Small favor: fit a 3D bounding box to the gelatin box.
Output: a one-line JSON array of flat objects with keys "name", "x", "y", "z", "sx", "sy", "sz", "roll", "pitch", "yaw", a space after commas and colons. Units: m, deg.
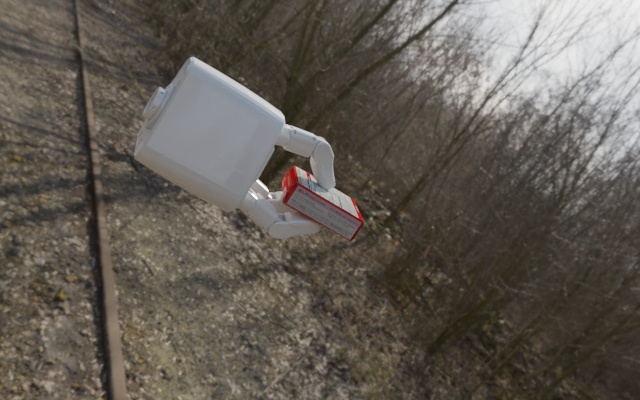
[{"name": "gelatin box", "x": 0.001, "y": 0.002, "z": 0.533, "sx": 0.089, "sy": 0.030, "sz": 0.073, "roll": 29, "pitch": 14, "yaw": -14}]
